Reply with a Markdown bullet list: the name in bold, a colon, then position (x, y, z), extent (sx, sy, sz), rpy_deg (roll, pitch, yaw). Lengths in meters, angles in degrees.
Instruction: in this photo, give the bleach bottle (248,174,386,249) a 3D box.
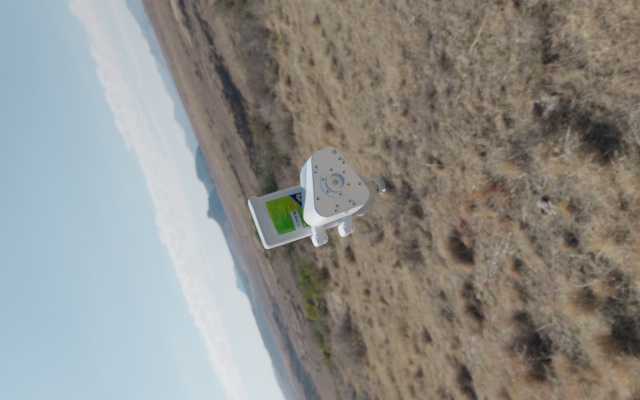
- **bleach bottle**: position (0.000, 0.003, 0.891), extent (0.251, 0.102, 0.068), rpy_deg (-20, -4, -12)
